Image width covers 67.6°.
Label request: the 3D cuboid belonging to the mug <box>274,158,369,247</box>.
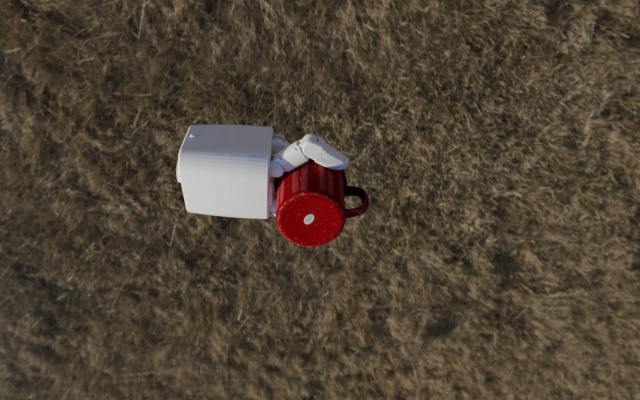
[{"bbox_3d":[0.002,0.002,0.577,0.117,0.093,0.081,2,35,-3],"label":"mug"}]
